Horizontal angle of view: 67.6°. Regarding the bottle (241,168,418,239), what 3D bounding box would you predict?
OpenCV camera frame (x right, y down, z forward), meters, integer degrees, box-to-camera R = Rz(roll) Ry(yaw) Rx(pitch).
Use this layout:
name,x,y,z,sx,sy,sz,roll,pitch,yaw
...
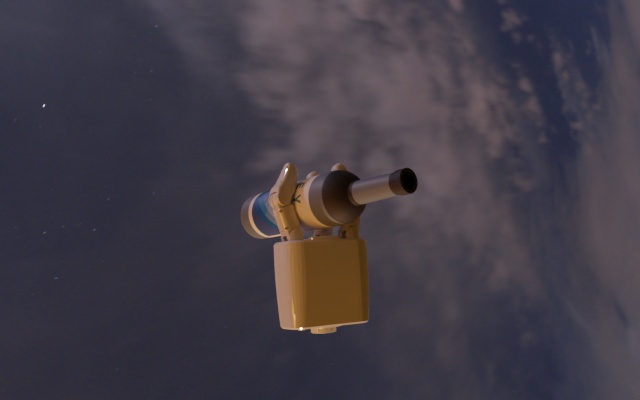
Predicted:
name,x,y,z,sx,sy,sz,roll,pitch,yaw
bottle,0.000,0.002,0.603,0.069,0.069,0.296,0,-9,-39
